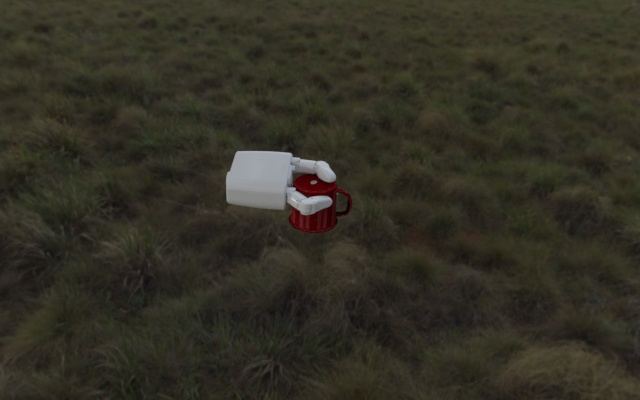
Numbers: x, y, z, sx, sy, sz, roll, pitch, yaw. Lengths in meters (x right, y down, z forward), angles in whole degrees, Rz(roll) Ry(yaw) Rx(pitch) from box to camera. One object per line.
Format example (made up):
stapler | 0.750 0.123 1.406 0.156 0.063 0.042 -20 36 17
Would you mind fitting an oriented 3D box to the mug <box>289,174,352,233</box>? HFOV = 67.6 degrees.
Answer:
mug | 0.002 0.003 0.883 0.117 0.081 0.093 3 29 0
